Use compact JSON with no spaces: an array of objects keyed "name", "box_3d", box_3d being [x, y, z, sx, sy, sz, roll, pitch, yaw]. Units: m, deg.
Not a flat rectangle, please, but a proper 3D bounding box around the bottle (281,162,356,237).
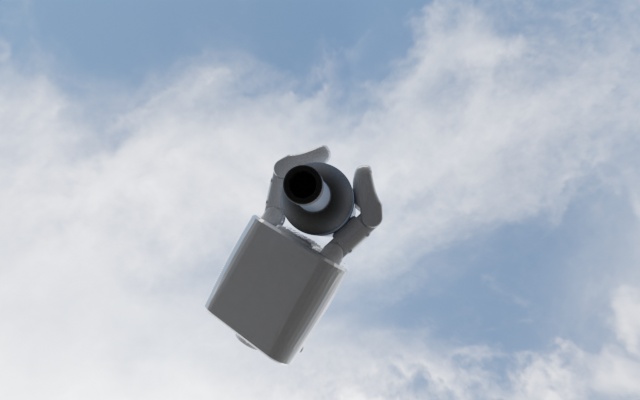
[{"name":"bottle","box_3d":[0.000,0.001,0.468,0.069,0.069,0.296,0,-5,5]}]
